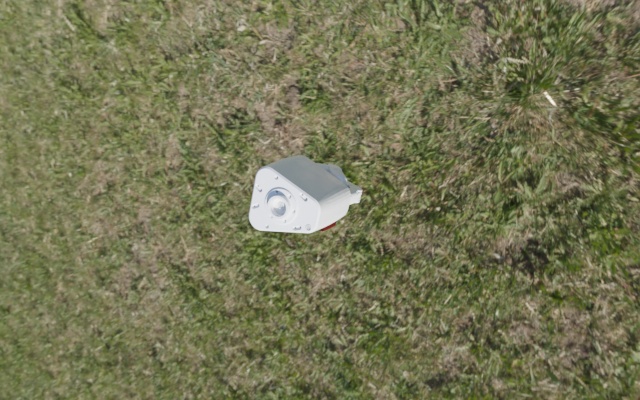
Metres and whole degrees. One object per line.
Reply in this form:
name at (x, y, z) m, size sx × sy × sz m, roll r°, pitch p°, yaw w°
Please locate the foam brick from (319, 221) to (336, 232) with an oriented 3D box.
foam brick at (0.000, 0.003, 0.766) m, size 0.053 × 0.078 × 0.051 m, roll 19°, pitch 19°, yaw 21°
